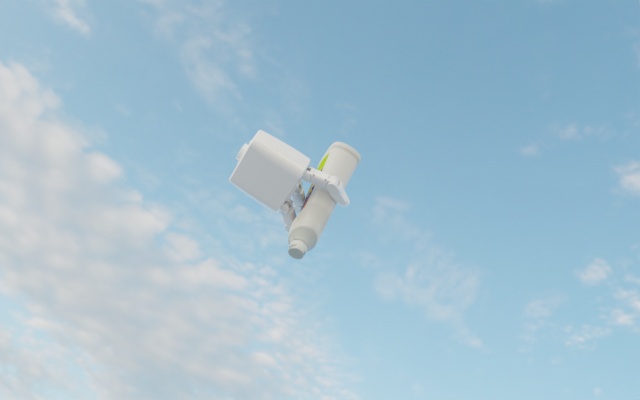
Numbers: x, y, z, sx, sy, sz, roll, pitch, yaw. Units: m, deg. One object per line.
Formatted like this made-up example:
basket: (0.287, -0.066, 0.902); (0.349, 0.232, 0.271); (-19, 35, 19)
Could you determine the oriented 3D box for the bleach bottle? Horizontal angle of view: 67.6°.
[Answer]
bleach bottle: (0.000, 0.003, 0.883); (0.068, 0.250, 0.103); (31, -44, -6)
